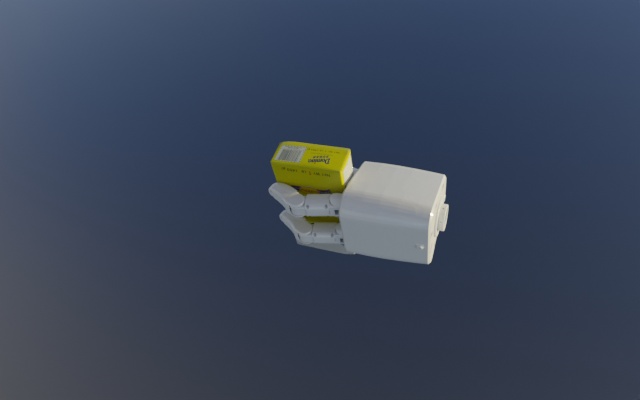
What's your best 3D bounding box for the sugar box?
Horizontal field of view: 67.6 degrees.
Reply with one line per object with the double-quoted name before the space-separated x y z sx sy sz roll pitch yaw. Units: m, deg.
"sugar box" 0.000 0.002 0.634 0.093 0.048 0.176 9 -39 19
